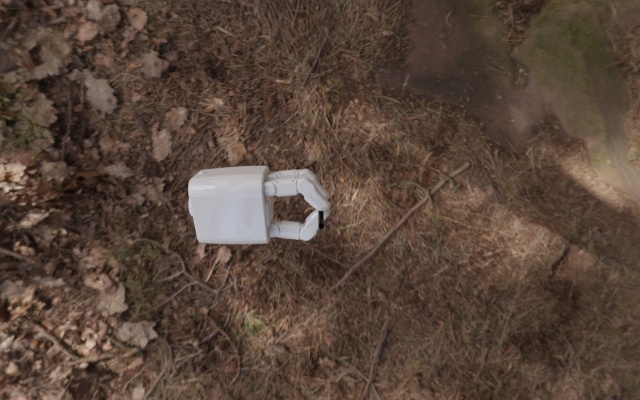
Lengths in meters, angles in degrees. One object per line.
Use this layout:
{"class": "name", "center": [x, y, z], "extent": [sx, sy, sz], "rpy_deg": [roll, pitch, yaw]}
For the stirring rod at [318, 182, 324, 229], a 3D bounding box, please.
{"class": "stirring rod", "center": [0.000, 0.002, 0.737], "extent": [0.011, 0.011, 0.239], "rpy_deg": [0, 15, 0]}
